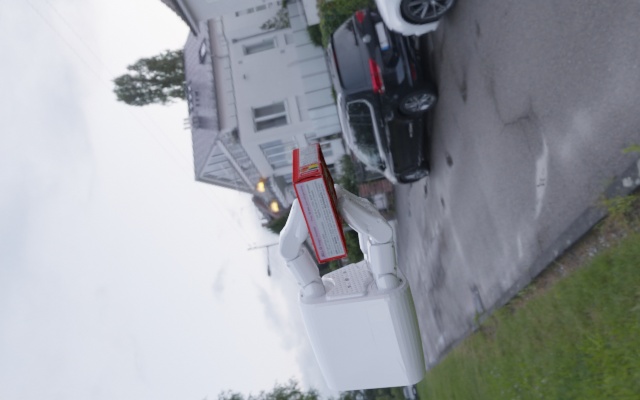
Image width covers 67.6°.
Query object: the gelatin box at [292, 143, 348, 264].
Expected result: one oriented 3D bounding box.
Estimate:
[{"bbox_3d":[0.000,0.001,0.442,0.030,0.089,0.073,-15,28,6],"label":"gelatin box"}]
